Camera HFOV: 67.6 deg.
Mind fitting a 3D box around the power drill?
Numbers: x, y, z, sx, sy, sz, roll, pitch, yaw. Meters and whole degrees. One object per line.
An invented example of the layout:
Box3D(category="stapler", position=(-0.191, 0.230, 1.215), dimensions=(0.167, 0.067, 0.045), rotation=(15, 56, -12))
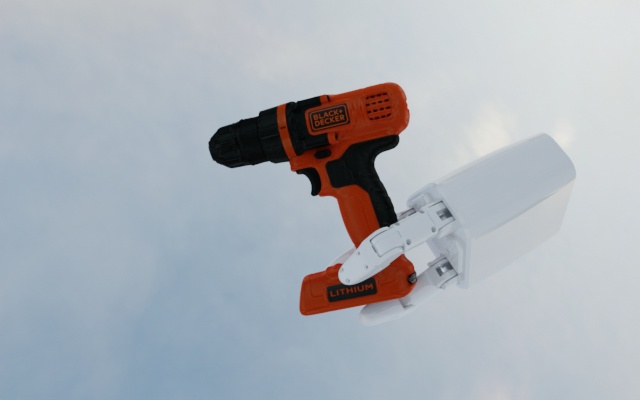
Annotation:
Box3D(category="power drill", position=(0.000, 0.002, 0.424), dimensions=(0.184, 0.187, 0.057), rotation=(-12, -1, 12))
